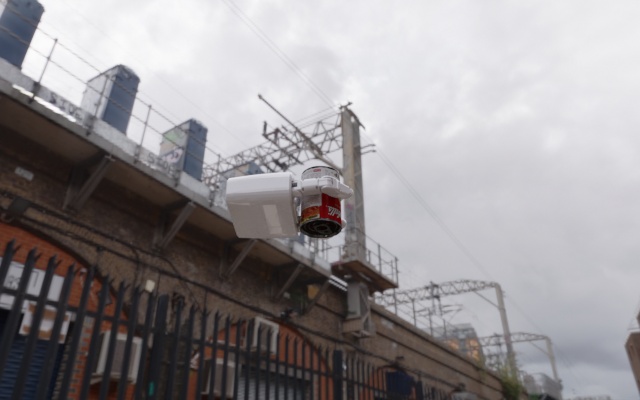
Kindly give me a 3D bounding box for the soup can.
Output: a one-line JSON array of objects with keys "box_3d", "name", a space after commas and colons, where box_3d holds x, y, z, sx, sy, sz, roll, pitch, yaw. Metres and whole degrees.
[{"box_3d": [0.001, 0.002, 0.788, 0.068, 0.102, 0.068, 0, -29, 0], "name": "soup can"}]
